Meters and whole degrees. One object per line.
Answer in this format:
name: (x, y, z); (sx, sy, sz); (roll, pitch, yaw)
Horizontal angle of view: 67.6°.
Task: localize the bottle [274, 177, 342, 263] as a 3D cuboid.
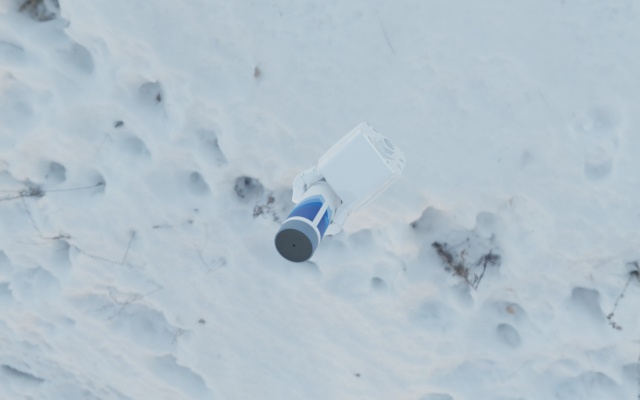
bottle: (0.000, 0.003, 0.864); (0.069, 0.069, 0.295); (0, 27, 19)
